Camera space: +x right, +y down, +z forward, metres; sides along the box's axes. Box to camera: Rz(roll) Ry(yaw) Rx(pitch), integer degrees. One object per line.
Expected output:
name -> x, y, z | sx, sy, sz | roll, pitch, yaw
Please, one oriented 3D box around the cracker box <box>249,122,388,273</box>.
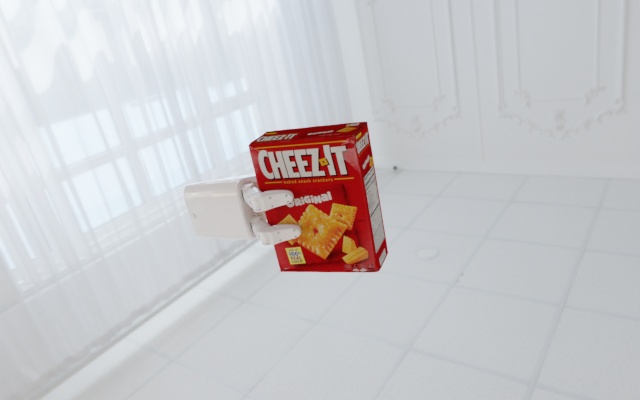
cracker box -> 0.000, 0.002, 0.706 | 0.164, 0.214, 0.072 | -2, 24, 22
